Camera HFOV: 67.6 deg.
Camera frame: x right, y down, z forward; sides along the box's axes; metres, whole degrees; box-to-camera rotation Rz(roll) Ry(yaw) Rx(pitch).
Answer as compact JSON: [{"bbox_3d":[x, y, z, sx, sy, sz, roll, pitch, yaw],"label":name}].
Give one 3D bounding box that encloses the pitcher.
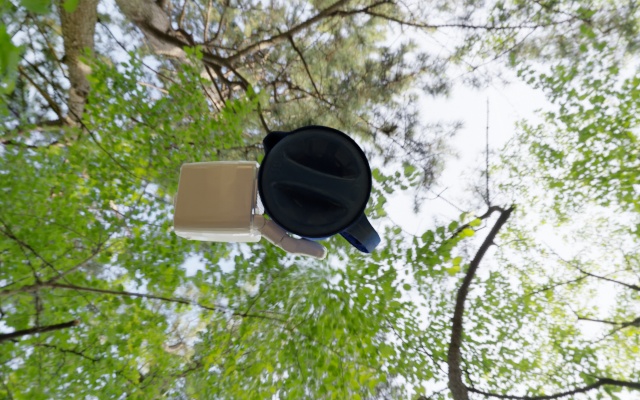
[{"bbox_3d":[0.000,0.002,0.661,0.145,0.149,0.243,-1,-9,0],"label":"pitcher"}]
